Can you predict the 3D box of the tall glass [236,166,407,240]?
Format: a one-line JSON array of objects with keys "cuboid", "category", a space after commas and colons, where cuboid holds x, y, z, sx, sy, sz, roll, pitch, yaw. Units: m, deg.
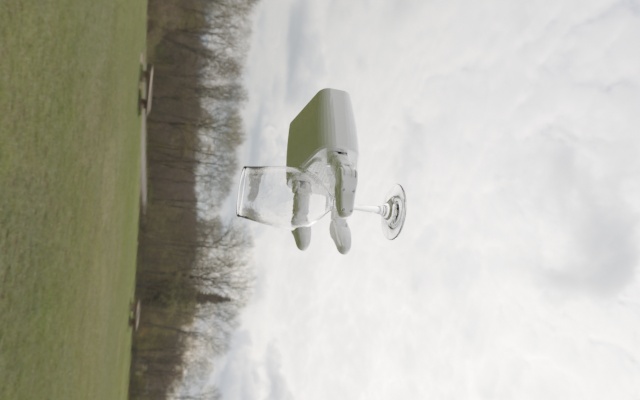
[{"cuboid": [0.001, 0.002, 0.593, 0.201, 0.079, 0.079, 7, -2, -15], "category": "tall glass"}]
